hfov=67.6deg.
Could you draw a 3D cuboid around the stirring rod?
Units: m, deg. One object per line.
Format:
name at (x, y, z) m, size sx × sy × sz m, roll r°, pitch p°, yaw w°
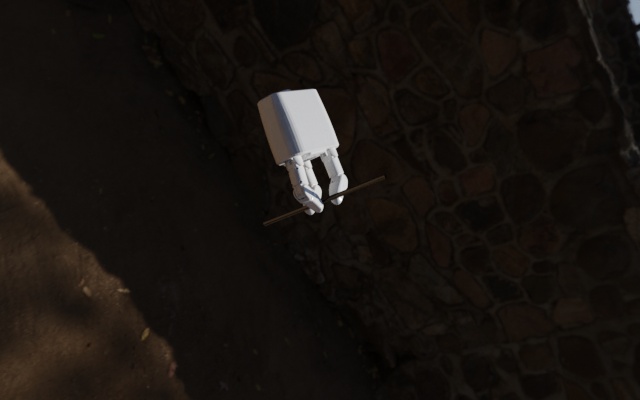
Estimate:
stirring rod at (0.000, 0.003, 0.775) m, size 0.239 × 0.011 × 0.011 m, roll -21°, pitch -11°, yaw 29°
